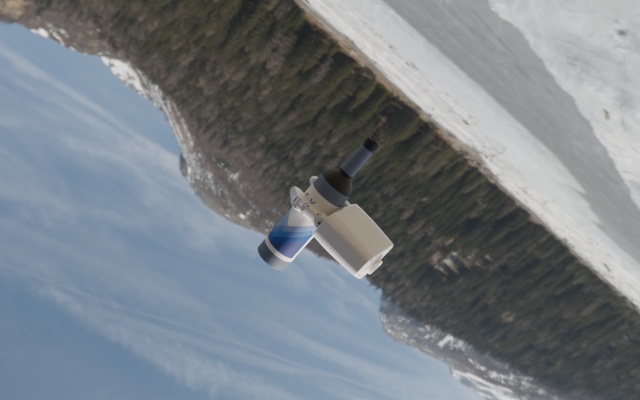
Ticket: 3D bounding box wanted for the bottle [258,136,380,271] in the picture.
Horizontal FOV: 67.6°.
[{"bbox_3d":[0.000,0.003,0.870,0.069,0.296,0.069,38,16,-13],"label":"bottle"}]
